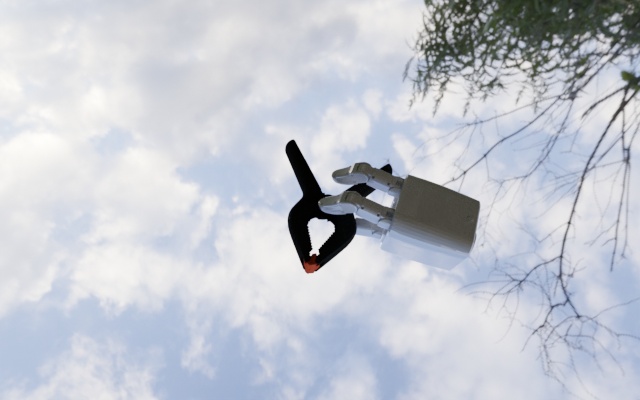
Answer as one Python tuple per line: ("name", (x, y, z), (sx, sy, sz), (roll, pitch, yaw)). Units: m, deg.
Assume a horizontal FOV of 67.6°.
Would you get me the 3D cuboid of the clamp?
("clamp", (0.000, 0.003, 0.670), (0.164, 0.209, 0.036), (19, -35, 6))
